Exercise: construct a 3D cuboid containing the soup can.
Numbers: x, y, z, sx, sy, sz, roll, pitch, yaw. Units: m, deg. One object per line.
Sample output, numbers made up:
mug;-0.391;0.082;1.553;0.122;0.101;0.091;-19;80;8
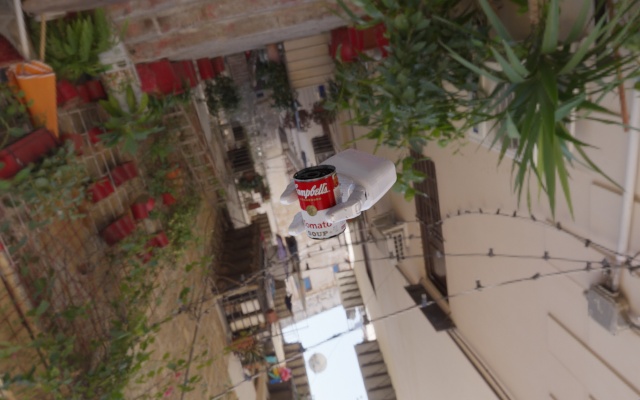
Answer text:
soup can;0.000;0.003;0.753;0.068;0.102;0.068;-10;21;4
